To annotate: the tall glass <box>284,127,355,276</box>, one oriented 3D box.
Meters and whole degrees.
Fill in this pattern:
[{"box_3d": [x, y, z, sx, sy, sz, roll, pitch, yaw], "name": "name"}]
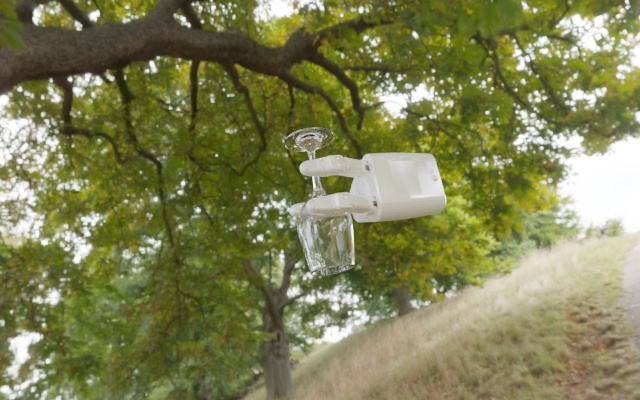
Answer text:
[{"box_3d": [0.000, 0.002, 0.678, 0.079, 0.201, 0.079, -9, -18, -3], "name": "tall glass"}]
